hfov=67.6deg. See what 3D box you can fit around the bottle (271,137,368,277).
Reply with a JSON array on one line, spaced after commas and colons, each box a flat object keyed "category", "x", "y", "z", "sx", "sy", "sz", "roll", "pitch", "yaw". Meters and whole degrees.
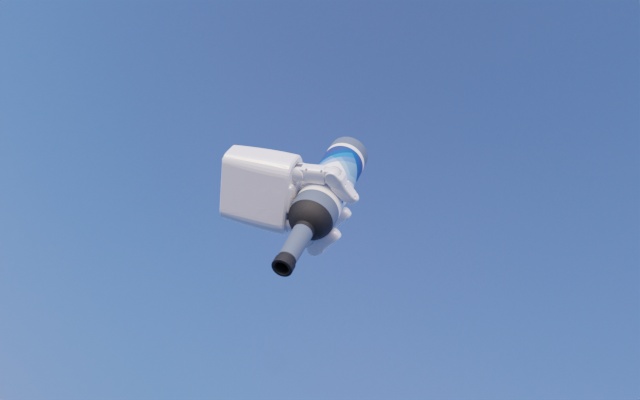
[{"category": "bottle", "x": 0.000, "y": 0.002, "z": 0.688, "sx": 0.069, "sy": 0.069, "sz": 0.295, "roll": 0, "pitch": 33, "yaw": 22}]
